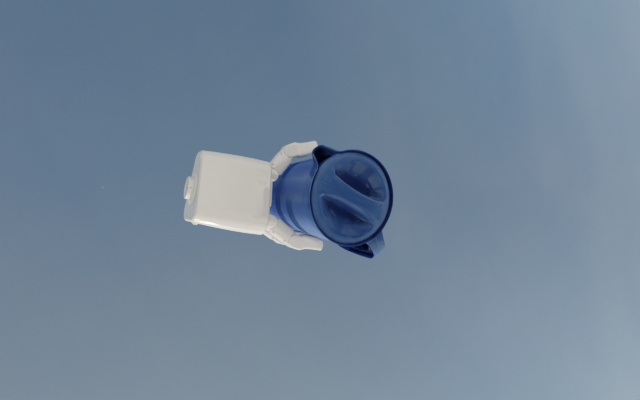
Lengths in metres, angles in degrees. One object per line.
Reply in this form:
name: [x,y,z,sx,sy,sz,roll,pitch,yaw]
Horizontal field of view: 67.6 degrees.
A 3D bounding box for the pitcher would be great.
pitcher: [0.000,0.002,0.755,0.145,0.149,0.243,9,-2,-25]
